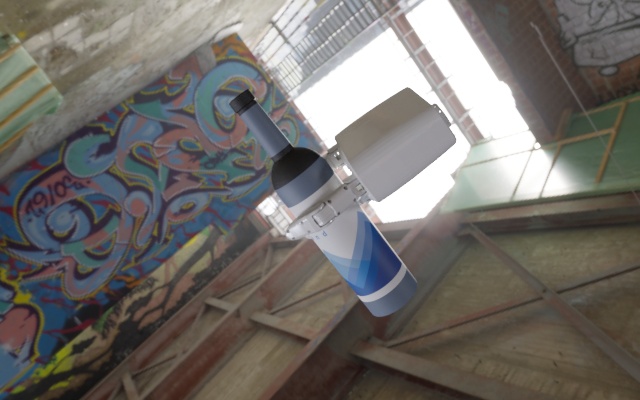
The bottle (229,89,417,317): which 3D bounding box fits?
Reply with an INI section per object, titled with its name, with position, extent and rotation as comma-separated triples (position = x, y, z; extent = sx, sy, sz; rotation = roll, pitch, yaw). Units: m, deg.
[bottle]
position = 0.000, 0.002, 0.543
extent = 0.069, 0.296, 0.069
rotation = -36, 12, 8
